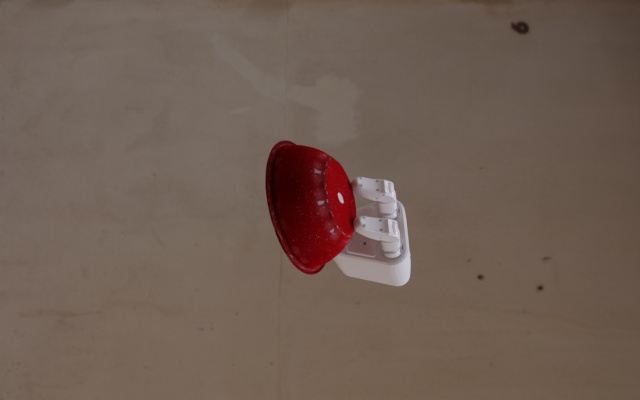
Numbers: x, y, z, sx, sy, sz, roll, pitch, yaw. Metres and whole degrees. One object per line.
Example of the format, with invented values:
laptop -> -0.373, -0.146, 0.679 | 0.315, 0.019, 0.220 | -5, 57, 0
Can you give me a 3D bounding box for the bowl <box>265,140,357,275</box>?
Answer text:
bowl -> 0.000, 0.001, 0.553 | 0.055, 0.162, 0.162 | -14, -5, 22
